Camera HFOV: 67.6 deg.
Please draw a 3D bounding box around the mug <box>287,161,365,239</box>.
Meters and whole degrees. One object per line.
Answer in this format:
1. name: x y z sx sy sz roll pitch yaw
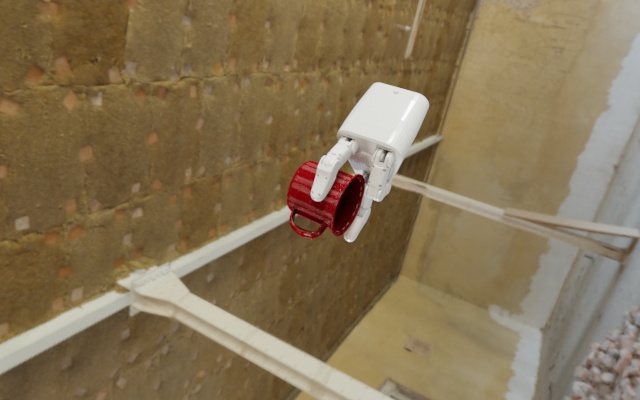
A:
1. mug: -0.001 0.003 0.674 0.081 0.117 0.093 23 -26 23
